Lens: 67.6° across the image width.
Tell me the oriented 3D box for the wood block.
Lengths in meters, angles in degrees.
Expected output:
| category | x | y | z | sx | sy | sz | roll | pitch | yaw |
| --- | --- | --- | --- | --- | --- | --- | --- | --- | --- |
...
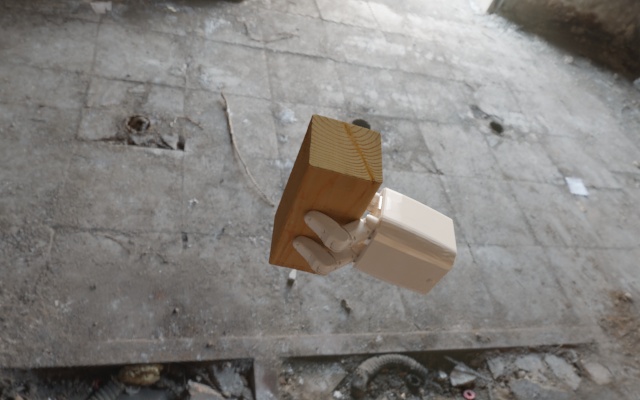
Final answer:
| category | x | y | z | sx | sy | sz | roll | pitch | yaw |
| --- | --- | --- | --- | --- | --- | --- | --- | --- | --- |
| wood block | 0.001 | 0.002 | 0.626 | 0.090 | 0.090 | 0.206 | 14 | -42 | -11 |
